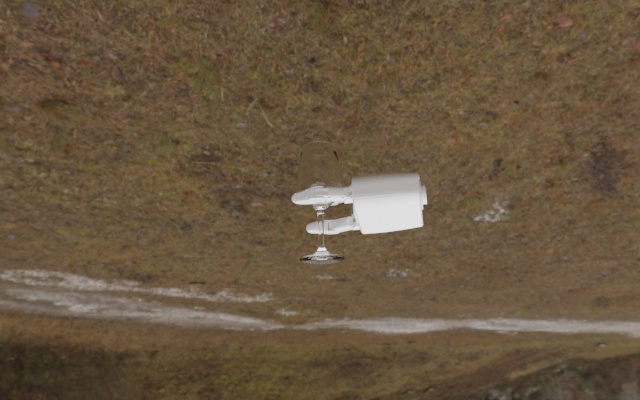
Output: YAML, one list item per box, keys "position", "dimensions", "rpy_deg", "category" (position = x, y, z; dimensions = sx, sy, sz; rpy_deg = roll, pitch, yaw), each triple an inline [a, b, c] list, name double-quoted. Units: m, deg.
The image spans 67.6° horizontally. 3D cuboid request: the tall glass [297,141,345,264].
- position: [0.000, 0.003, 0.815]
  dimensions: [0.079, 0.201, 0.079]
  rpy_deg: [-2, -18, -1]
  category: "tall glass"
